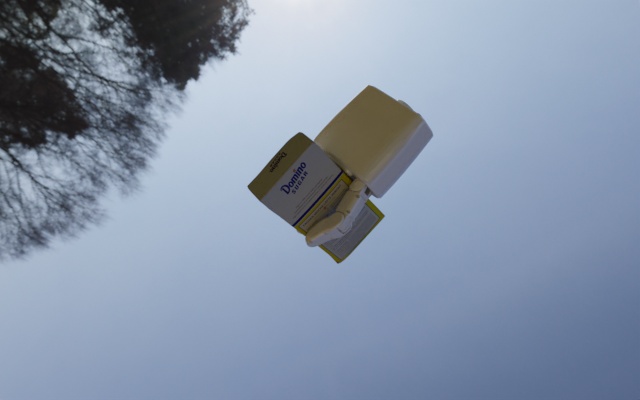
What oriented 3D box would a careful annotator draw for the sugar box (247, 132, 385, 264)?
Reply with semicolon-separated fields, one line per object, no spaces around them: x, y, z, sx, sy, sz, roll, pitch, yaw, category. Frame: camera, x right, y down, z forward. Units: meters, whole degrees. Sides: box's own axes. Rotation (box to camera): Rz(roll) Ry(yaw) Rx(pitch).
0.000;0.002;0.602;0.176;0.093;0.048;43;-1;-40;sugar box
